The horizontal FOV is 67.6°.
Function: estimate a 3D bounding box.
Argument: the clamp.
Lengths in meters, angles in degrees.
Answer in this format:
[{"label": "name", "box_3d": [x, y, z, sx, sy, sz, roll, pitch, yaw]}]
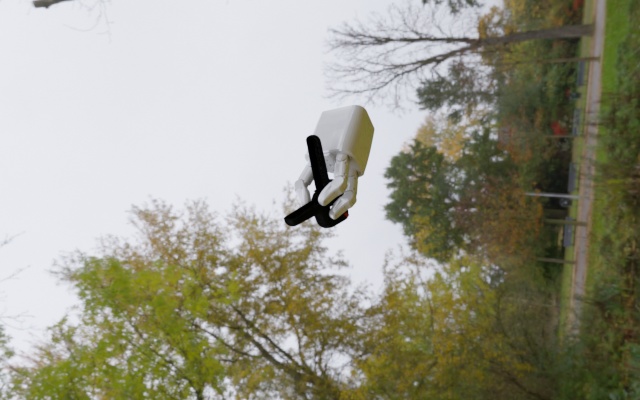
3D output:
[{"label": "clamp", "box_3d": [0.000, 0.003, 0.874, 0.036, 0.164, 0.210, 8, -24, 27]}]
